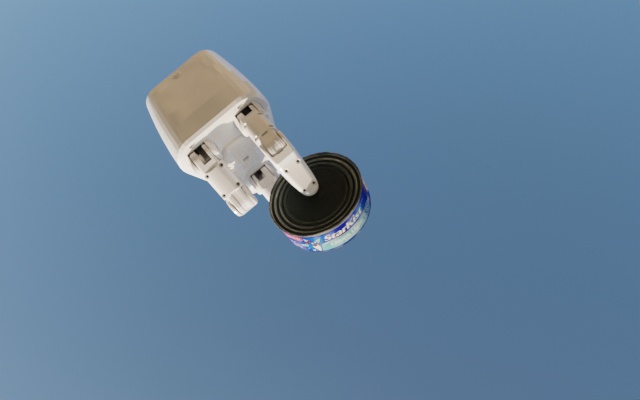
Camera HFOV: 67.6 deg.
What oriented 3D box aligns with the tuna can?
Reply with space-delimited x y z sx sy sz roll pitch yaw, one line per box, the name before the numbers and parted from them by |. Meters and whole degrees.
tuna can | 0.000 0.002 0.420 0.086 0.086 0.034 0 -32 25
